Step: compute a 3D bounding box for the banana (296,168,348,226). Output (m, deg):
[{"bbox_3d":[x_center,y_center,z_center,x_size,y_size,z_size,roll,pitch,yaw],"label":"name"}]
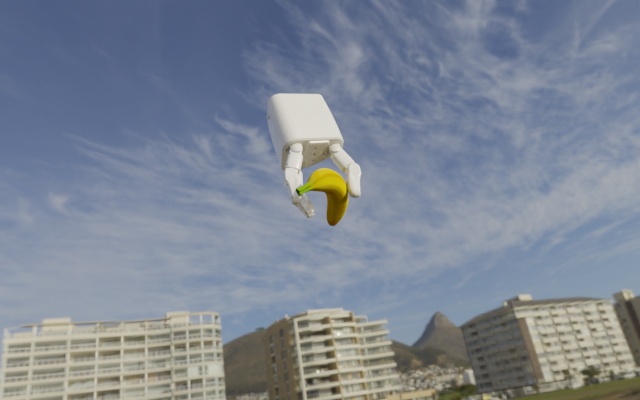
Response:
[{"bbox_3d":[0.014,-0.009,0.791,0.069,0.037,0.198,-35,-26,4],"label":"banana"}]
